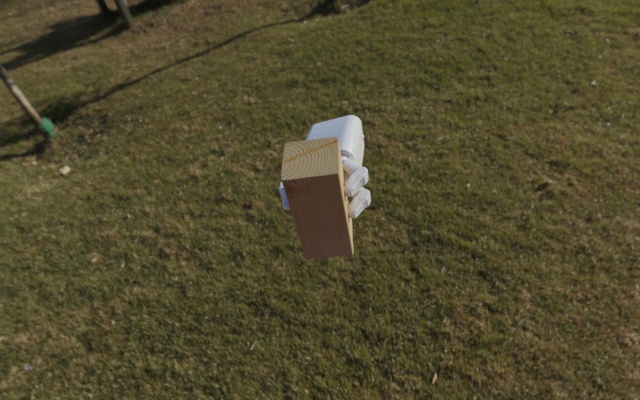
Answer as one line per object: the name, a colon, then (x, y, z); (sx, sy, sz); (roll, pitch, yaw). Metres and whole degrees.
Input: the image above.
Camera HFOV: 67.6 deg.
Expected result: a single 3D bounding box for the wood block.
wood block: (0.000, 0.002, 0.818); (0.091, 0.090, 0.206); (-6, -43, 7)
